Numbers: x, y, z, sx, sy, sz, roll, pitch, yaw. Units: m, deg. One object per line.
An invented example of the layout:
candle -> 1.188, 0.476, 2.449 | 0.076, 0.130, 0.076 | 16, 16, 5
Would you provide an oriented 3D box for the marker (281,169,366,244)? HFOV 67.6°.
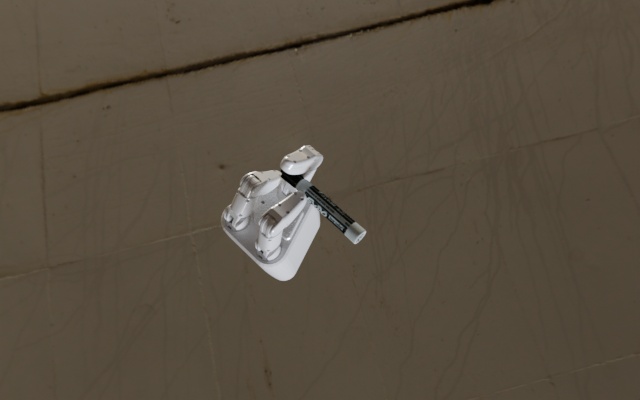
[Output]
marker -> 0.000, 0.002, 0.529 | 0.121, 0.020, 0.020 | 42, 15, 18
